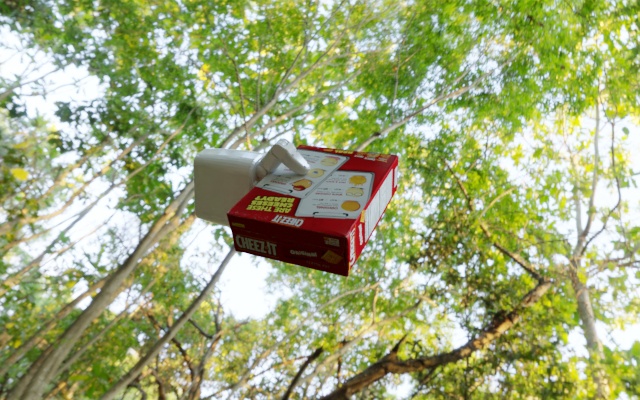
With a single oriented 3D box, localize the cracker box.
[{"bbox_3d":[0.000,0.002,0.662,0.164,0.072,0.213,9,35,22],"label":"cracker box"}]
